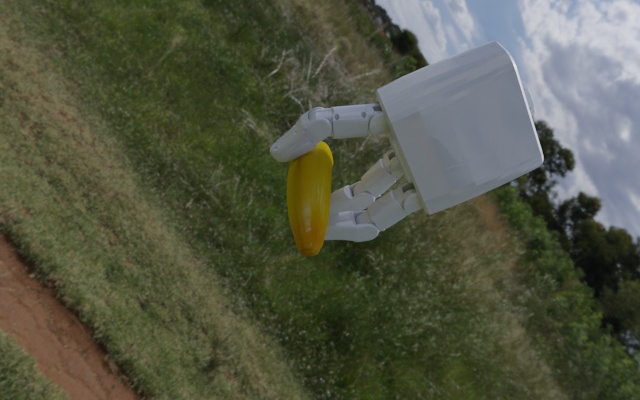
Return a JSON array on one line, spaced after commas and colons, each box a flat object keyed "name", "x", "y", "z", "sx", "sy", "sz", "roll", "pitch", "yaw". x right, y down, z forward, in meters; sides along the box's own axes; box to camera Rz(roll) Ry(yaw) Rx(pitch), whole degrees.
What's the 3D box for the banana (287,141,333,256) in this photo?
[{"name": "banana", "x": -0.005, "y": -0.017, "z": 0.434, "sx": 0.037, "sy": 0.070, "sz": 0.197, "roll": -15, "pitch": 14, "yaw": 8}]
